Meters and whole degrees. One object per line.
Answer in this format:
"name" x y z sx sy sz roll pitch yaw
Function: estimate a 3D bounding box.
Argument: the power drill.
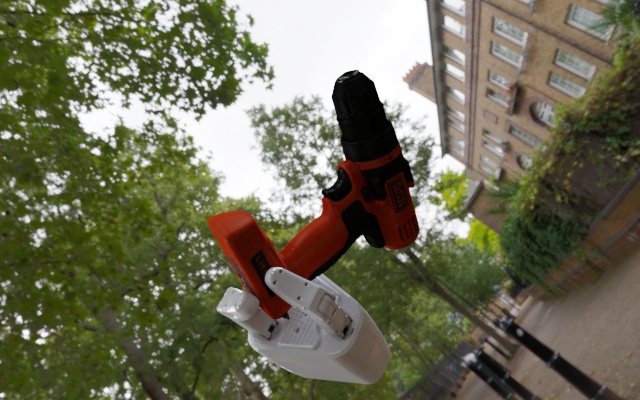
"power drill" 0.000 0.002 0.426 0.187 0.184 0.057 -32 28 -18
